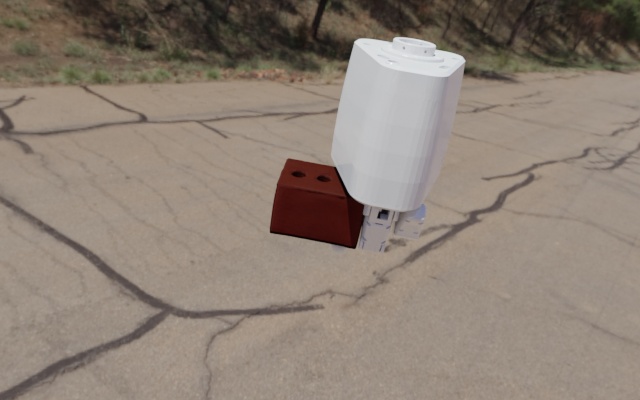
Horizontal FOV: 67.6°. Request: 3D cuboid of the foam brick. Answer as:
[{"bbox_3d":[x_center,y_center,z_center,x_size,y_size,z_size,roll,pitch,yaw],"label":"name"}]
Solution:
[{"bbox_3d":[0.000,0.001,0.421,0.078,0.051,0.053,10,32,2],"label":"foam brick"}]
